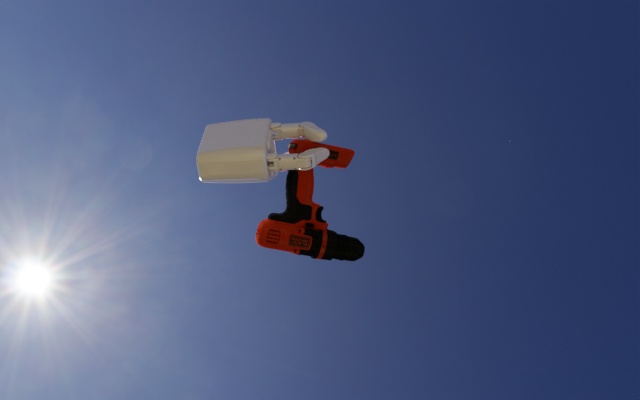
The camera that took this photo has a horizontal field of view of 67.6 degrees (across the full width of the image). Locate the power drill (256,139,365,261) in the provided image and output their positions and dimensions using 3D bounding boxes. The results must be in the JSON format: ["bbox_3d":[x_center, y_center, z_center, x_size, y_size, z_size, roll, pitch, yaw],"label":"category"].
[{"bbox_3d":[0.000,0.002,0.780,0.184,0.187,0.057,11,2,-16],"label":"power drill"}]
